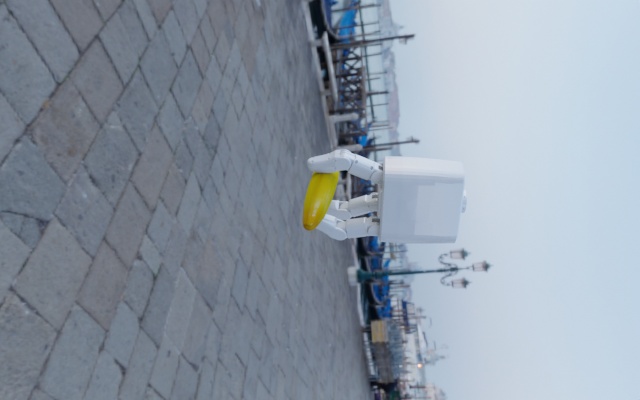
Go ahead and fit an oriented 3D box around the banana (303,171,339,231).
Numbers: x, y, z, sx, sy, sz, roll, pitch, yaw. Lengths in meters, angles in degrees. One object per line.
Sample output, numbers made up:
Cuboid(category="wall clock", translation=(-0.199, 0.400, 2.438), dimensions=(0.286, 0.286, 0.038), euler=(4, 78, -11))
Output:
Cuboid(category="banana", translation=(0.004, -0.016, 0.672), dimensions=(0.037, 0.070, 0.197), euler=(11, 15, 2))
